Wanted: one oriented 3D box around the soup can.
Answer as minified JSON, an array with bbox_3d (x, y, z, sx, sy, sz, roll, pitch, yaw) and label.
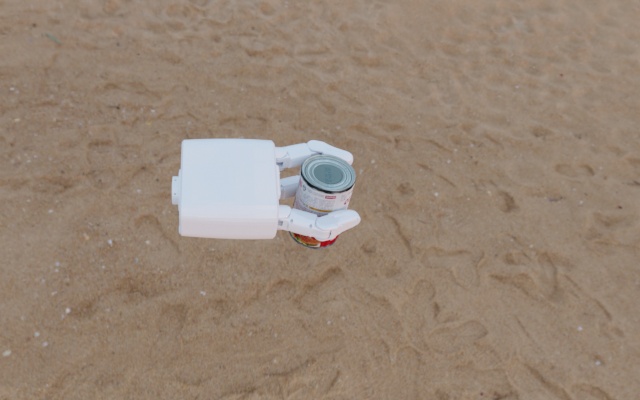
[{"bbox_3d":[0.001,0.002,0.587,0.068,0.068,0.102,0,-45,-15],"label":"soup can"}]
